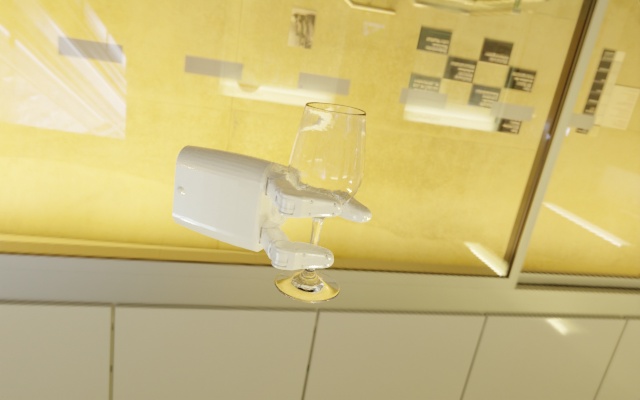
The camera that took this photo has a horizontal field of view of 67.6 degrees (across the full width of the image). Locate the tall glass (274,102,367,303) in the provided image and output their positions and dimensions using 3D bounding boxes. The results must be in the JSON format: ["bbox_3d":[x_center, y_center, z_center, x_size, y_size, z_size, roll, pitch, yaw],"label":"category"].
[{"bbox_3d":[0.000,0.002,0.504,0.079,0.201,0.079,9,18,-3],"label":"tall glass"}]
